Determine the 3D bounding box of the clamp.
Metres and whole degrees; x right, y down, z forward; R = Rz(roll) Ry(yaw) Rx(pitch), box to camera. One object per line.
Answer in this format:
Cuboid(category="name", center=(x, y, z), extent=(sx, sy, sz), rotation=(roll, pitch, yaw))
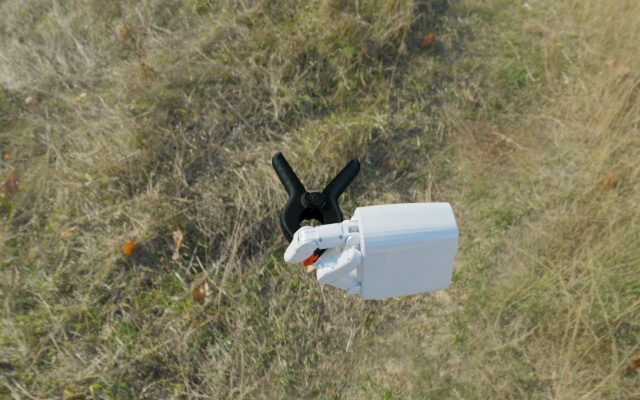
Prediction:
Cuboid(category="clamp", center=(0.000, 0.002, 0.613), extent=(0.120, 0.171, 0.039), rotation=(-6, -34, -1))
